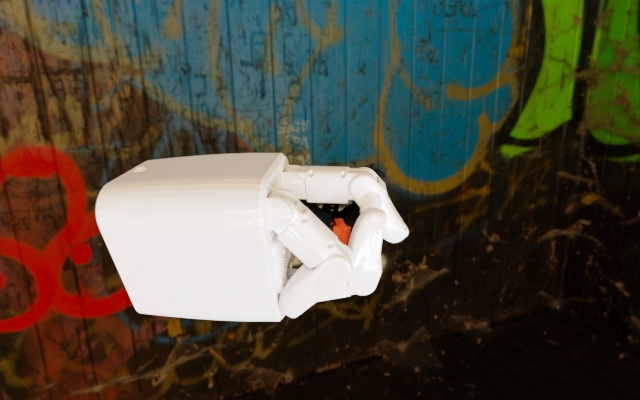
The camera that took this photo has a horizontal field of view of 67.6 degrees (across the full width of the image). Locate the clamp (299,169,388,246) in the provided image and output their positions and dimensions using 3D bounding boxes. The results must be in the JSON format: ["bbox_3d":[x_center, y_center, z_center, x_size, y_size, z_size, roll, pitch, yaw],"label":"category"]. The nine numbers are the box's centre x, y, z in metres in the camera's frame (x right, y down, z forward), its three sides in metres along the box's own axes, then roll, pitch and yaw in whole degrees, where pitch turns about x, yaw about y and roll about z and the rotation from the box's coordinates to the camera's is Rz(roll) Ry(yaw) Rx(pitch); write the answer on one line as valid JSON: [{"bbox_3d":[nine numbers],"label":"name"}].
[{"bbox_3d":[0.000,0.002,0.412,0.120,0.039,0.171,-1,17,7],"label":"clamp"}]
